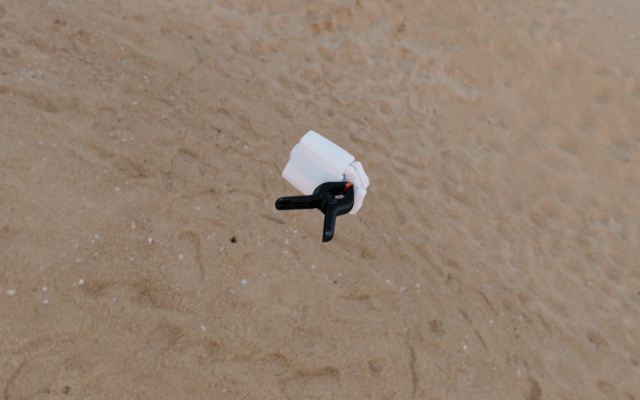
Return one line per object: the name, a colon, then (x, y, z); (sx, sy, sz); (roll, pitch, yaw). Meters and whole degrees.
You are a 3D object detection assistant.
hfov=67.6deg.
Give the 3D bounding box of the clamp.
clamp: (0.001, 0.002, 0.868); (0.120, 0.039, 0.171); (33, 36, 9)
